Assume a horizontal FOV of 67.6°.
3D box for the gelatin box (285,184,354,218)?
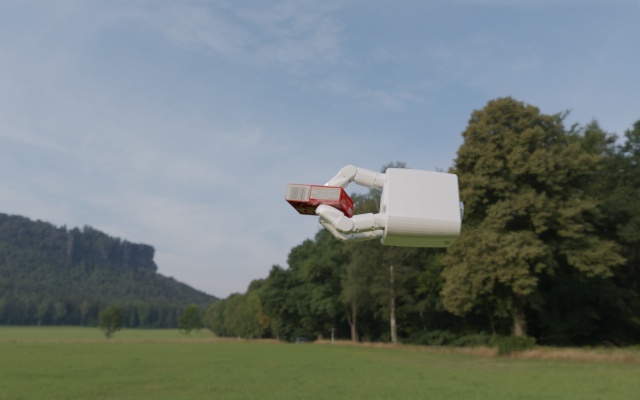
[{"bbox_3d":[0.000,0.002,0.729,0.089,0.030,0.073,5,-17,18],"label":"gelatin box"}]
